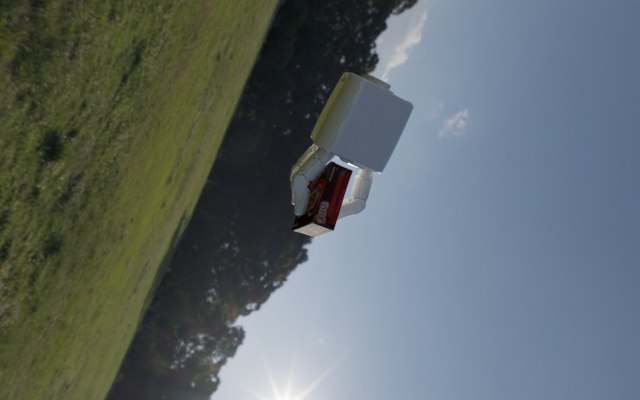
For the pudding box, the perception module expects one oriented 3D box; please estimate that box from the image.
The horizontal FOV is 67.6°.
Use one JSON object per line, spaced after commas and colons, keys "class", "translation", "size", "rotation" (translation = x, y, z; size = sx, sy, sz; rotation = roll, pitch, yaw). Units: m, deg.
{"class": "pudding box", "translation": [0.000, 0.002, 0.681], "size": [0.039, 0.090, 0.113], "rotation": [22, -15, -11]}
